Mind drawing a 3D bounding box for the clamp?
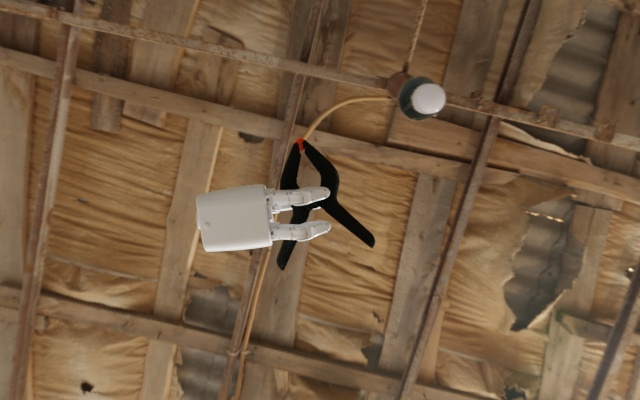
[{"bbox_3d":[0.000,0.002,0.765,0.164,0.210,0.036,-7,12,-5],"label":"clamp"}]
